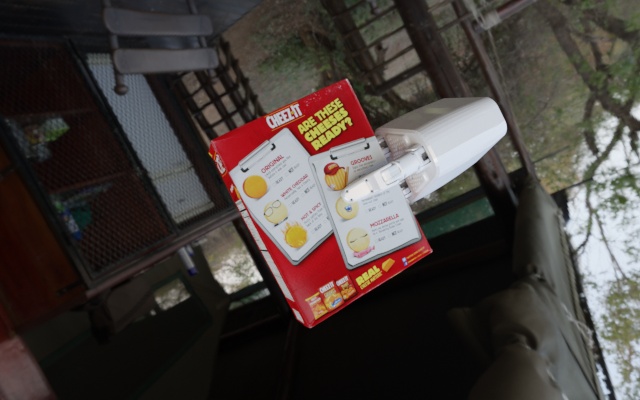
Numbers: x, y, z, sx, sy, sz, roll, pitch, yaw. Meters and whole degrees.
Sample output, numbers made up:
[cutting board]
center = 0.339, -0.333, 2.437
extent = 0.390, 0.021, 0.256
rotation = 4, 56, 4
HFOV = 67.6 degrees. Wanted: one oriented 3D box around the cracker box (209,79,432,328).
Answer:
[cracker box]
center = 0.000, 0.002, 0.524
extent = 0.164, 0.214, 0.072
rotation = -28, 3, -18
